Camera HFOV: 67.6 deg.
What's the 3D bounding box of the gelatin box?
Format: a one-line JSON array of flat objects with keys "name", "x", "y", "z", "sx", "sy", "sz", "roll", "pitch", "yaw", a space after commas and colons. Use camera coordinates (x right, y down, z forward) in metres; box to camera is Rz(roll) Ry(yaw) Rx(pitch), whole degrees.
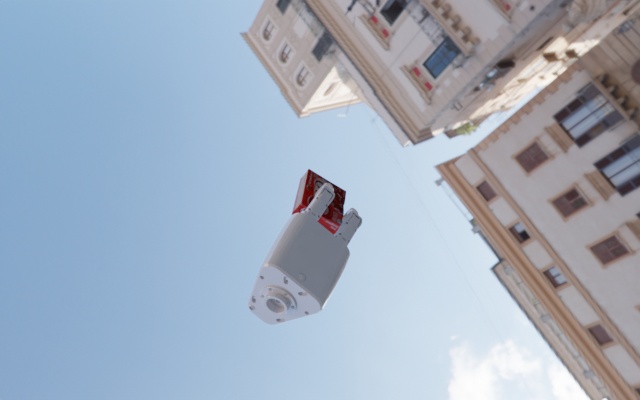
[{"name": "gelatin box", "x": 0.000, "y": 0.002, "z": 0.727, "sx": 0.073, "sy": 0.089, "sz": 0.030, "roll": 30, "pitch": -53, "yaw": -16}]
